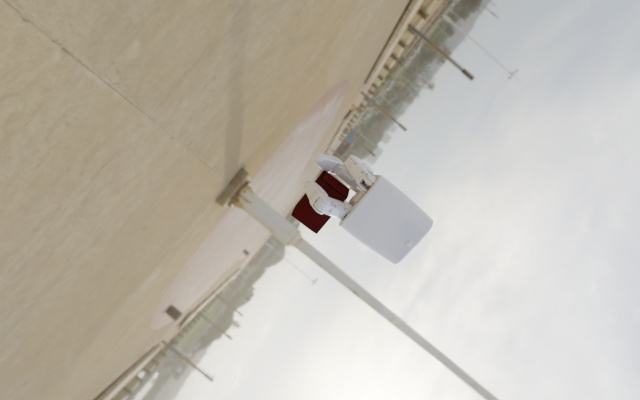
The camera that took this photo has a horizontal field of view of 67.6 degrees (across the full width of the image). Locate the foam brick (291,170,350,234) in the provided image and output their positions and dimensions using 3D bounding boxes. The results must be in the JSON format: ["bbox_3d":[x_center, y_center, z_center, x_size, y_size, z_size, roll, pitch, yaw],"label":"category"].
[{"bbox_3d":[0.000,0.003,0.736,0.051,0.078,0.053,38,19,-6],"label":"foam brick"}]
